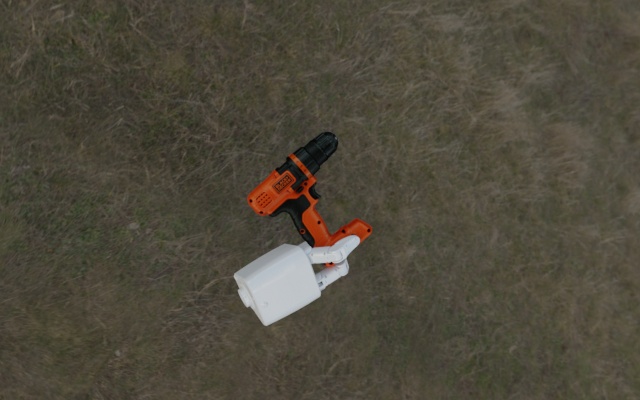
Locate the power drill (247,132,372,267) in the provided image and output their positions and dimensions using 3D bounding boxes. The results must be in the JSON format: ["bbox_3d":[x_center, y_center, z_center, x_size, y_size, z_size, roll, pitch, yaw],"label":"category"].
[{"bbox_3d":[0.000,0.003,0.805,0.184,0.187,0.057,-41,6,0],"label":"power drill"}]
